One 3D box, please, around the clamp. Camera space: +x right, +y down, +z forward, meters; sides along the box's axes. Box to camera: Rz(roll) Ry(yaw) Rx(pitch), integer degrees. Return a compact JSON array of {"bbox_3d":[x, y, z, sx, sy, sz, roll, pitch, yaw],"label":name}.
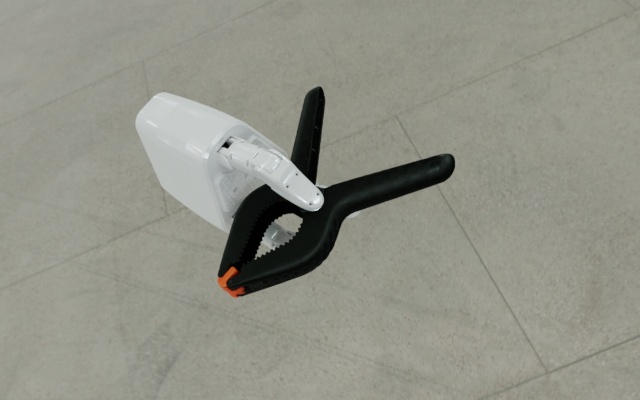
[{"bbox_3d":[-0.001,0.001,0.404,0.164,0.210,0.036,27,-19,30],"label":"clamp"}]
